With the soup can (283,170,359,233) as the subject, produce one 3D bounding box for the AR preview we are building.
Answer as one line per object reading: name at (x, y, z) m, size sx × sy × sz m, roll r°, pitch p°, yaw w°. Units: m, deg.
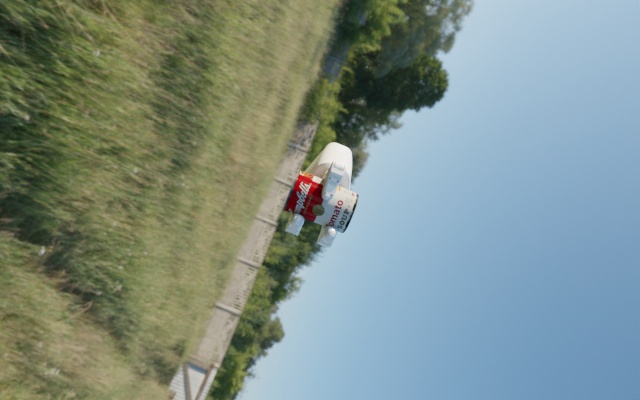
soup can at (0.000, 0.003, 0.742) m, size 0.102 × 0.068 × 0.068 m, roll 22°, pitch -1°, yaw -3°
